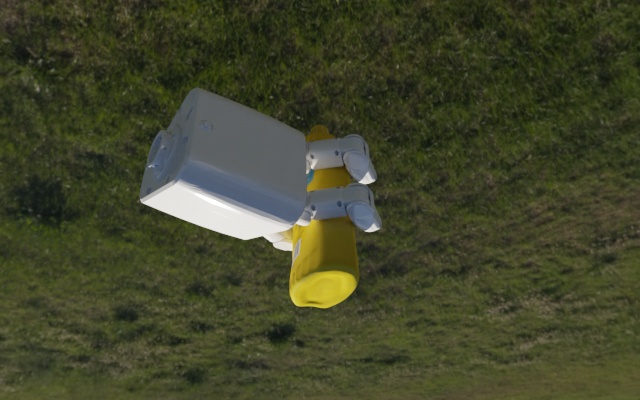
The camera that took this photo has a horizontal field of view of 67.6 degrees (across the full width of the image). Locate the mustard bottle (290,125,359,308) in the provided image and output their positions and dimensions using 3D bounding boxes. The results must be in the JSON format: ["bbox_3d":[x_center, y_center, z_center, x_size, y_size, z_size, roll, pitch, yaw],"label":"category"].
[{"bbox_3d":[0.000,0.002,0.476,0.058,0.191,0.096,6,-34,-12],"label":"mustard bottle"}]
